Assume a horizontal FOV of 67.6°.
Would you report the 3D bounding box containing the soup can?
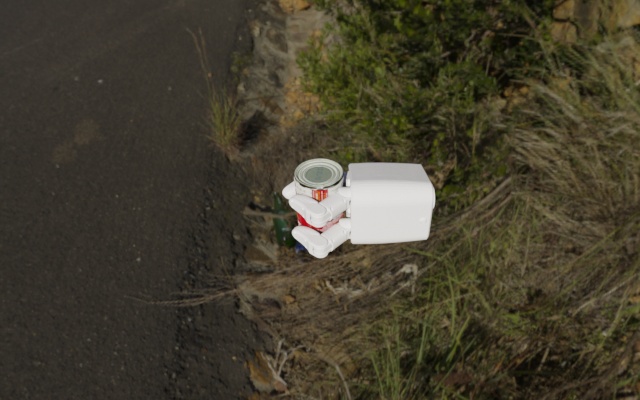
[{"bbox_3d":[0.000,0.002,0.659,0.068,0.102,0.068,-2,39,2],"label":"soup can"}]
